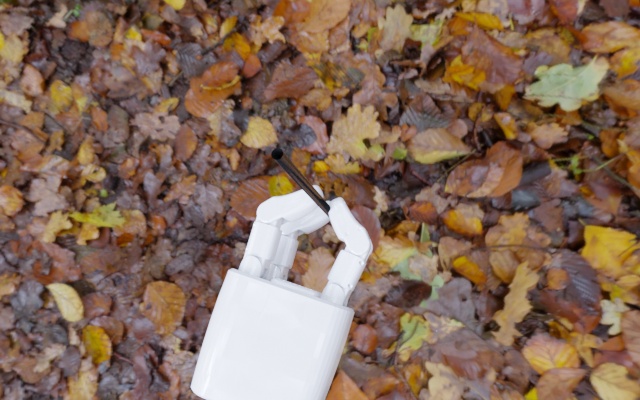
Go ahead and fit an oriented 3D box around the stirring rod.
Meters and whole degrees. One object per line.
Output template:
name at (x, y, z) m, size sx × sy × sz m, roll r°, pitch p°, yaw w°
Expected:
stirring rod at (0.000, 0.001, 0.415) m, size 0.011 × 0.011 × 0.239 m, roll 0°, pitch -15°, yaw 14°
